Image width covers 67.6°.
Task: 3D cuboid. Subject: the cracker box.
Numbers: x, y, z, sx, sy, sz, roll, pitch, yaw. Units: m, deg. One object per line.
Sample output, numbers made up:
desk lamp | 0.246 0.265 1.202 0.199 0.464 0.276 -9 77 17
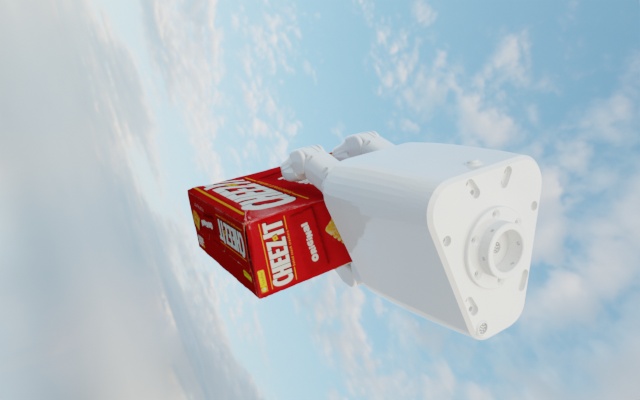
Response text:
cracker box | 0.000 0.002 0.460 0.213 0.072 0.164 -17 17 -27
